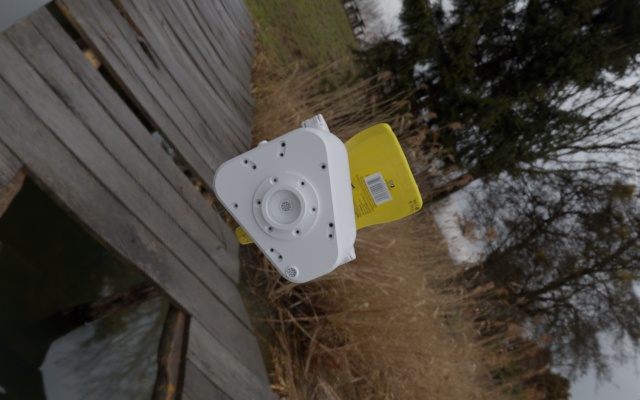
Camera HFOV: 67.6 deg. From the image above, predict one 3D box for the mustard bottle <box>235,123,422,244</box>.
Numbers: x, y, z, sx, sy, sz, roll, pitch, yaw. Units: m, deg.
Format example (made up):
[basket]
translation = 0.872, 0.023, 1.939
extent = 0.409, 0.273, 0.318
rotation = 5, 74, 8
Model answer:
[mustard bottle]
translation = 0.000, 0.001, 0.494
extent = 0.191, 0.096, 0.058
rotation = -24, 26, 8
